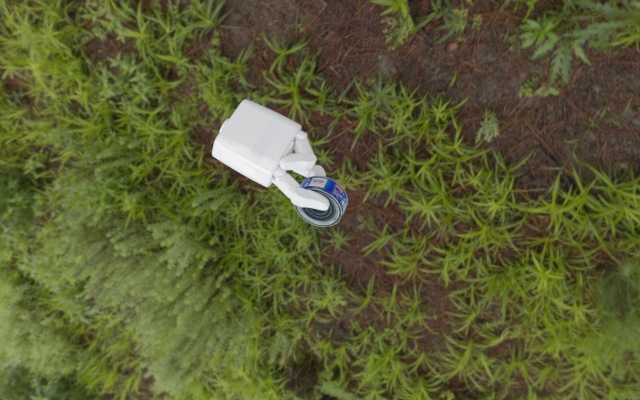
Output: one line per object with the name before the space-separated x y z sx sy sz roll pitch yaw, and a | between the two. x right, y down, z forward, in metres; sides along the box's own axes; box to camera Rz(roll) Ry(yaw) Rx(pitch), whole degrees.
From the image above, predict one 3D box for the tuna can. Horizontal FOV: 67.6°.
tuna can | 0.000 0.003 0.791 0.086 0.086 0.033 0 39 23
